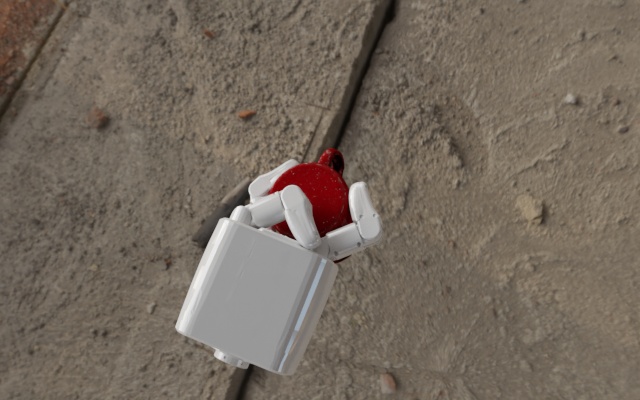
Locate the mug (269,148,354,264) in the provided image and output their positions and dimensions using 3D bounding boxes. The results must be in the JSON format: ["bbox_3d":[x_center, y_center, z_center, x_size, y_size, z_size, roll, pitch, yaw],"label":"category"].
[{"bbox_3d":[0.001,0.000,0.491,0.093,0.117,0.081,16,-14,19],"label":"mug"}]
